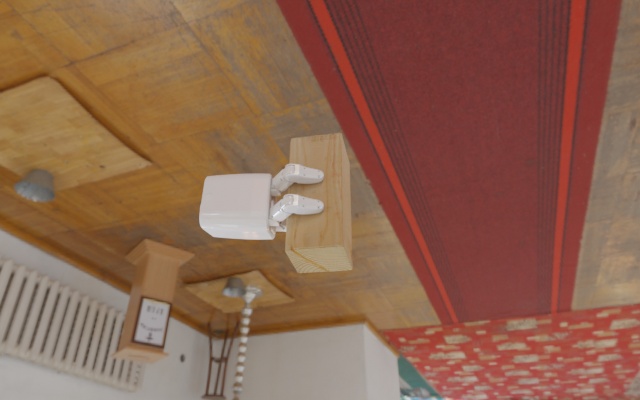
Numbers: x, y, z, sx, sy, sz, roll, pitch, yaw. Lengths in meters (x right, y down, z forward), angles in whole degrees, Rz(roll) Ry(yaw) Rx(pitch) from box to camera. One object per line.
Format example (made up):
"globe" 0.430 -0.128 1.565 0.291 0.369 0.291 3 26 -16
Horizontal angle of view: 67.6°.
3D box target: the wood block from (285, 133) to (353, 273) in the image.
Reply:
"wood block" 0.000 0.003 0.771 0.090 0.206 0.091 -5 -31 10
